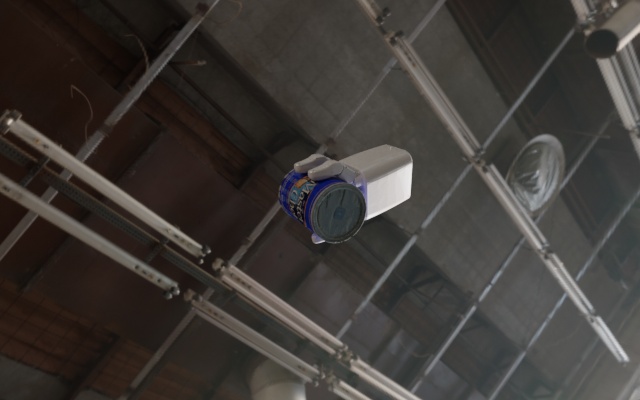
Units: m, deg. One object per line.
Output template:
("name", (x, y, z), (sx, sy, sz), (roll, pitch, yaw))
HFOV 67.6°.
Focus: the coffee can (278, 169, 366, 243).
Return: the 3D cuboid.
("coffee can", (0.000, 0.003, 0.836), (0.103, 0.103, 0.140), (0, 16, -29))
